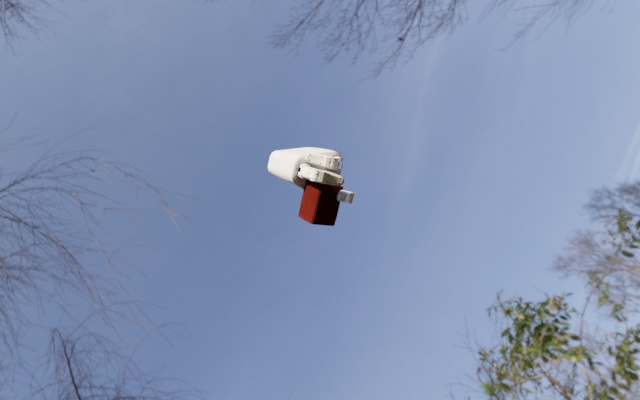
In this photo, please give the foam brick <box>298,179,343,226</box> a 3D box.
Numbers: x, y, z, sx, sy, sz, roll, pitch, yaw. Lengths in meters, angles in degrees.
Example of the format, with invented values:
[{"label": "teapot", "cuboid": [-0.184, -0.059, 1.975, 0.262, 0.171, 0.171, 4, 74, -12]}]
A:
[{"label": "foam brick", "cuboid": [0.000, 0.003, 0.883, 0.053, 0.078, 0.051, 9, 7, -37]}]
